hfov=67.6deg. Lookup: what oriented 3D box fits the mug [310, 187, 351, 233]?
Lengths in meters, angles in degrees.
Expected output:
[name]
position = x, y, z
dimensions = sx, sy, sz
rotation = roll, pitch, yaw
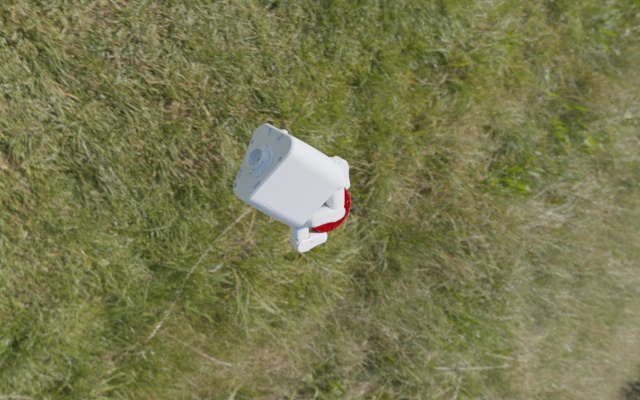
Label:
[mug]
position = 0.001, 0.003, 0.752
dimensions = 0.117, 0.093, 0.081
rotation = 28, 4, -45
